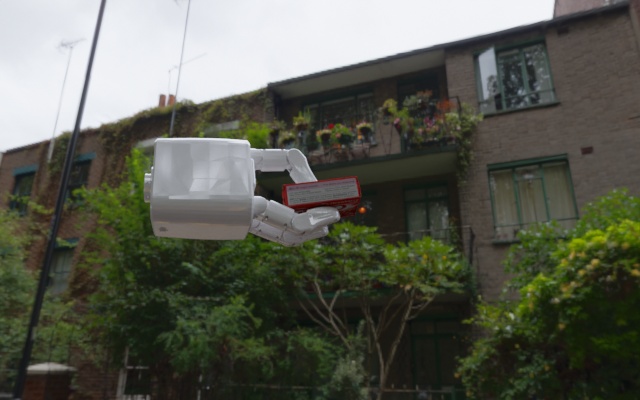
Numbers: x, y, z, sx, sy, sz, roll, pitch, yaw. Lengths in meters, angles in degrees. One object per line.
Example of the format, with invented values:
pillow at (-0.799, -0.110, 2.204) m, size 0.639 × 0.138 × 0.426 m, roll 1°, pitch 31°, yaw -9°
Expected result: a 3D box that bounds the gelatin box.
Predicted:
gelatin box at (0.000, 0.001, 0.571) m, size 0.089 × 0.030 × 0.073 m, roll -8°, pitch -18°, yaw -4°
